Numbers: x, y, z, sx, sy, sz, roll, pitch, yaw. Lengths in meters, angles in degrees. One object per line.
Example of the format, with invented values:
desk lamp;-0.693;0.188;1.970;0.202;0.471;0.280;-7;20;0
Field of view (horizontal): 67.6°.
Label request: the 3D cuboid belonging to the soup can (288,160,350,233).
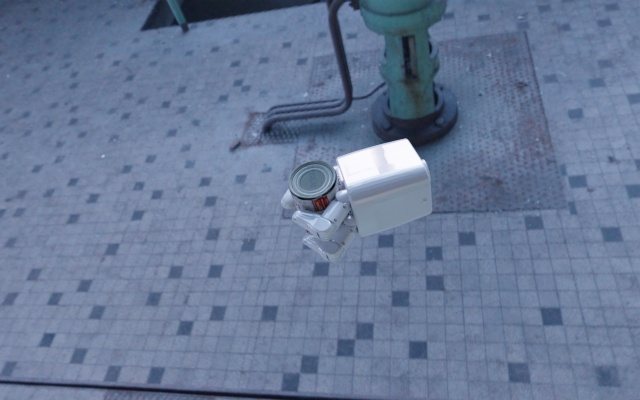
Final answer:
soup can;0.000;0.002;0.658;0.068;0.068;0.102;0;-37;16
